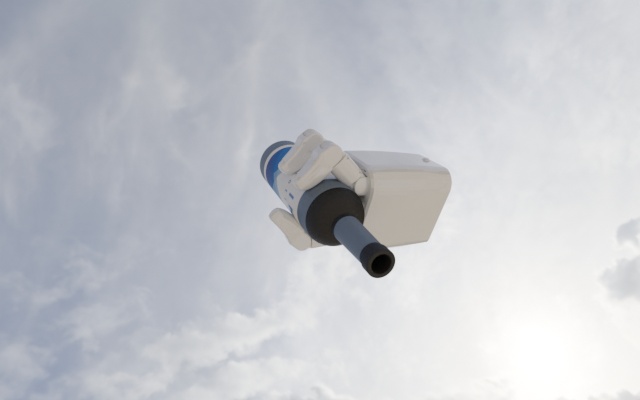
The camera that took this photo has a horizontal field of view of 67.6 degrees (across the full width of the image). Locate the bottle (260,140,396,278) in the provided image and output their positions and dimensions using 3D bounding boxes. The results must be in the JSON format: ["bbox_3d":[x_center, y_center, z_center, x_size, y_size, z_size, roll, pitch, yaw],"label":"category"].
[{"bbox_3d":[0.000,0.002,0.528,0.069,0.069,0.295,0,21,-22],"label":"bottle"}]
